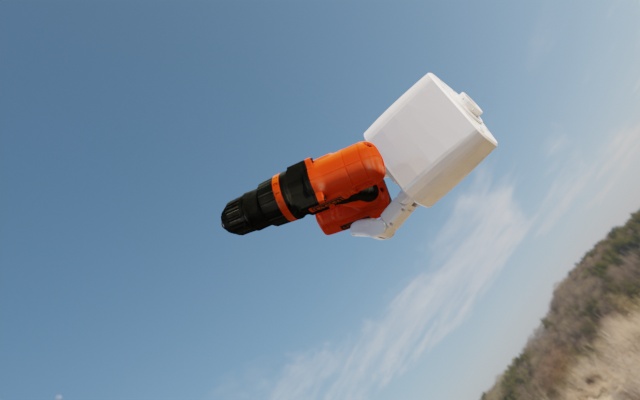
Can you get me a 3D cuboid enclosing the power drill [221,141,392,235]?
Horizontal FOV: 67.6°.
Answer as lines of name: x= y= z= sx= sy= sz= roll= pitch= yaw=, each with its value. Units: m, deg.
power drill: x=0.000 y=0.002 z=0.558 sx=0.184 sy=0.057 sz=0.188 roll=-20 pitch=-13 yaw=15
